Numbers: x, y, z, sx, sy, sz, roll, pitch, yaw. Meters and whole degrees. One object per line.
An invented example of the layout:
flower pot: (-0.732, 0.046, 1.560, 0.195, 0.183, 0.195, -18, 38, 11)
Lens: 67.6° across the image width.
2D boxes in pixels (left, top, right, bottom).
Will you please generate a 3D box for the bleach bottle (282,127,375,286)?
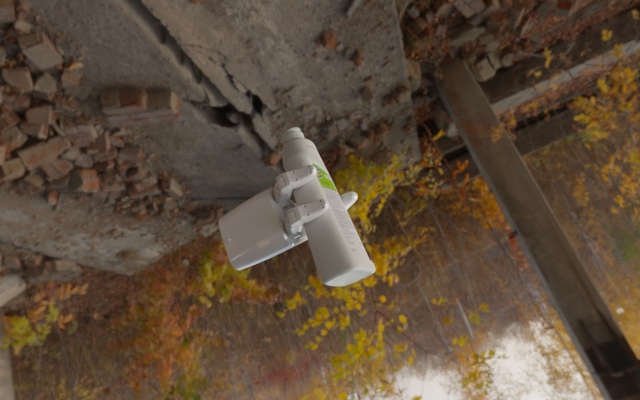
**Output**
bleach bottle: (0.000, 0.002, 0.730, 0.068, 0.250, 0.102, -27, -21, 17)
